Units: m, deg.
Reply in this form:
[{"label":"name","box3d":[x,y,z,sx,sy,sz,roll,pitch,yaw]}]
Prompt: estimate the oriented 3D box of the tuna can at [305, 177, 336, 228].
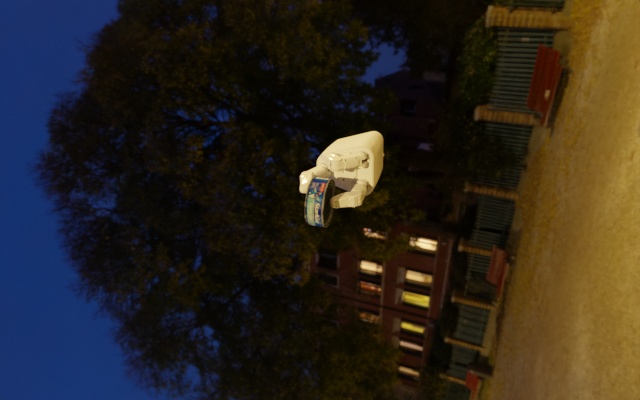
[{"label":"tuna can","box3d":[0.000,0.003,0.832,0.034,0.086,0.086,8,2,14]}]
